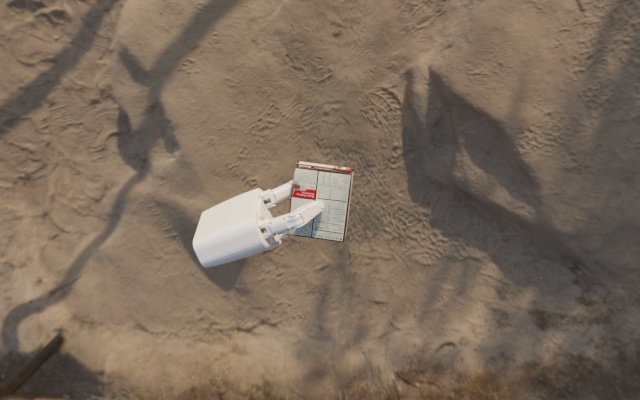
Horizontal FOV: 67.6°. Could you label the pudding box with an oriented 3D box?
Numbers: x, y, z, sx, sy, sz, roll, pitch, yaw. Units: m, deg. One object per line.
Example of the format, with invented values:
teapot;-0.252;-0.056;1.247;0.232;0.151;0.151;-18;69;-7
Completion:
pudding box;0.000;0.002;0.725;0.090;0.113;0.039;7;18;3
